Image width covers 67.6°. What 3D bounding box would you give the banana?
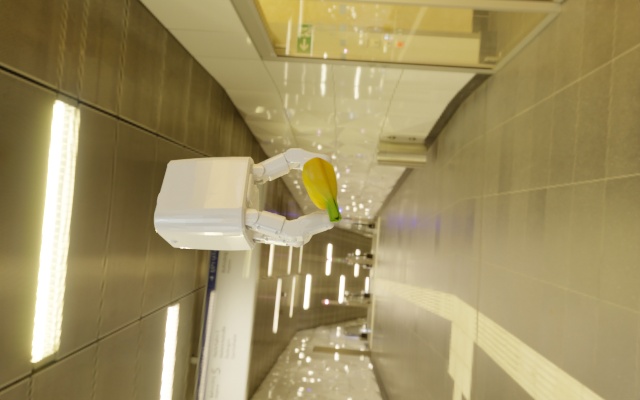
[{"bbox_3d":[-0.001,-0.016,0.568,0.037,0.069,0.198,-5,4,-1],"label":"banana"}]
